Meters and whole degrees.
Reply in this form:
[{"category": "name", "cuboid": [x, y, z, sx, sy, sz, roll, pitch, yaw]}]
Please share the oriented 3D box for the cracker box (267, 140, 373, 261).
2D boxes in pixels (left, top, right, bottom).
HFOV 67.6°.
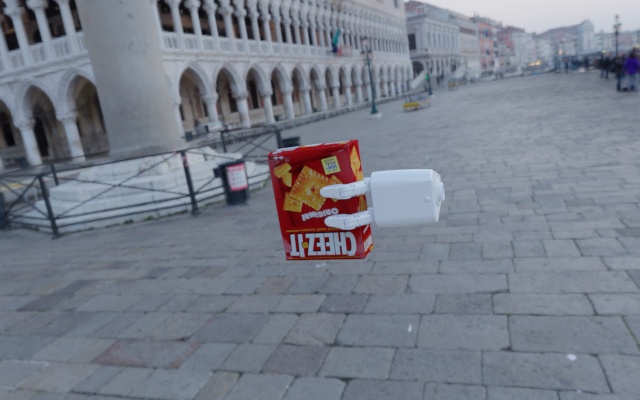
[{"category": "cracker box", "cuboid": [0.000, 0.003, 0.895, 0.164, 0.214, 0.072, -4, 13, 22]}]
